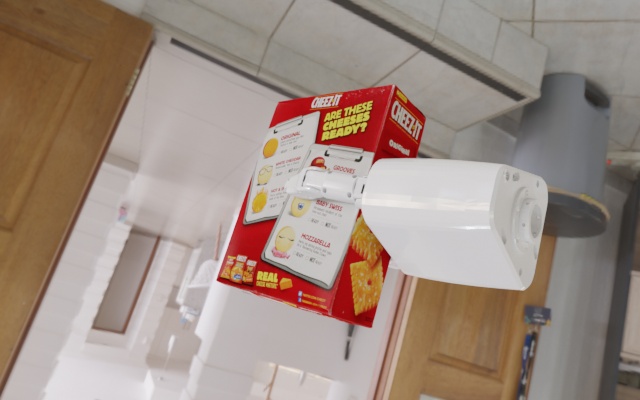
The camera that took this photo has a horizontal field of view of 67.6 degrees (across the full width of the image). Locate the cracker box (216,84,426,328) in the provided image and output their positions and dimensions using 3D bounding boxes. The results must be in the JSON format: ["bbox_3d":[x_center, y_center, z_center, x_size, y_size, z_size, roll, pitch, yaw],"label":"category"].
[{"bbox_3d":[0.000,0.002,0.482,0.164,0.213,0.072,4,-19,44],"label":"cracker box"}]
